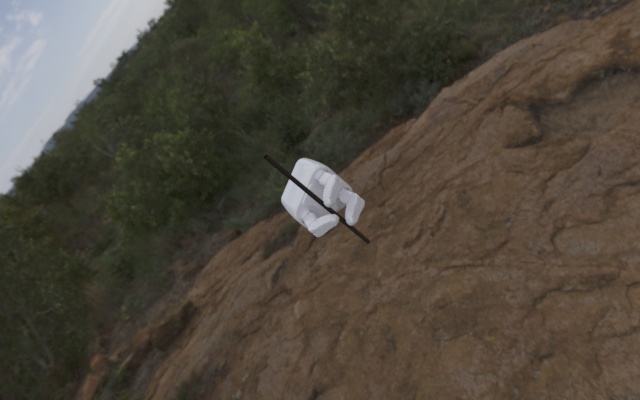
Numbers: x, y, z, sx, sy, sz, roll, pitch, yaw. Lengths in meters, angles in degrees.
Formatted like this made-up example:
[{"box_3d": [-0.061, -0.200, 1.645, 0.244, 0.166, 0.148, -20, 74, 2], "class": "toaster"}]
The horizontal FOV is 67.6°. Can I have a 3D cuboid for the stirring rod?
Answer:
[{"box_3d": [0.000, 0.003, 0.776, 0.240, 0.011, 0.011, 40, -20, -26], "class": "stirring rod"}]
